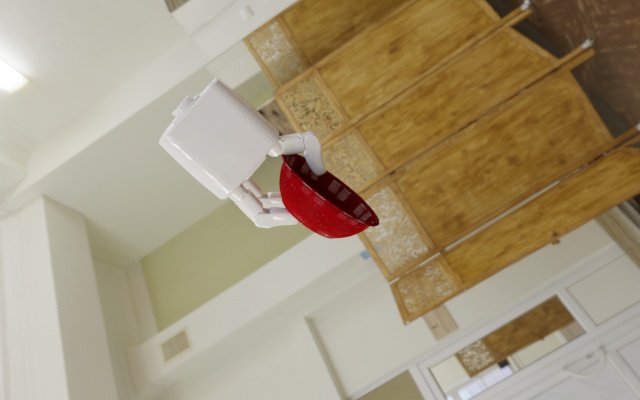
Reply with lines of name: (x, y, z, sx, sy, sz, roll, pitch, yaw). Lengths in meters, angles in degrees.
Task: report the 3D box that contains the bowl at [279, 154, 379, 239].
bowl: (0.001, 0.003, 0.649, 0.162, 0.055, 0.162, 34, 14, -10)
